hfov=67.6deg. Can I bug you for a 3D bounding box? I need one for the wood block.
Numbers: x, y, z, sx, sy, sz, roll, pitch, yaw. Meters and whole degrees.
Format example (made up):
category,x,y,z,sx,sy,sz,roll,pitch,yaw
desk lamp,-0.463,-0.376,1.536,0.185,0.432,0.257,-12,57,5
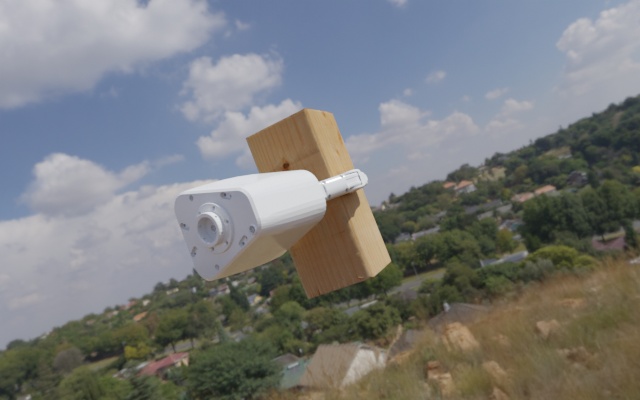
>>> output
category,x,y,z,sx,sy,sz,roll,pitch,yaw
wood block,0.000,0.002,0.590,0.091,0.206,0.090,-22,-3,22
